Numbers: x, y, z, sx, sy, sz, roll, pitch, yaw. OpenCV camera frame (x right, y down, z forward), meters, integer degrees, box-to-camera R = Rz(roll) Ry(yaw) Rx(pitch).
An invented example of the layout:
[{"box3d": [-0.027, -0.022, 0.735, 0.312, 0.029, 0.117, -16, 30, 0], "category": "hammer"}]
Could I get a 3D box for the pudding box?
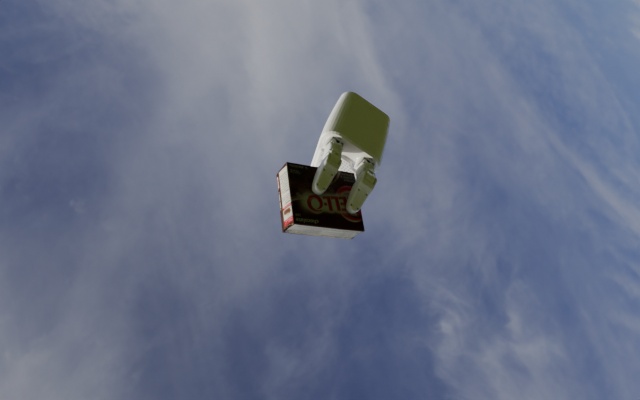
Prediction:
[{"box3d": [0.000, 0.002, 0.646, 0.113, 0.090, 0.039, 6, -29, -29], "category": "pudding box"}]
